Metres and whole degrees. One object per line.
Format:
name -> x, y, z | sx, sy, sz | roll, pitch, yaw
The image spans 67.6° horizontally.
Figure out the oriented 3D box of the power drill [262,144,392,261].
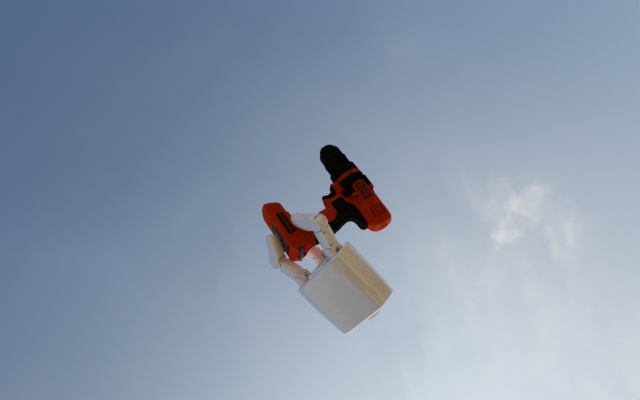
power drill -> 0.000, 0.003, 0.801 | 0.187, 0.184, 0.057 | -28, -25, -19
